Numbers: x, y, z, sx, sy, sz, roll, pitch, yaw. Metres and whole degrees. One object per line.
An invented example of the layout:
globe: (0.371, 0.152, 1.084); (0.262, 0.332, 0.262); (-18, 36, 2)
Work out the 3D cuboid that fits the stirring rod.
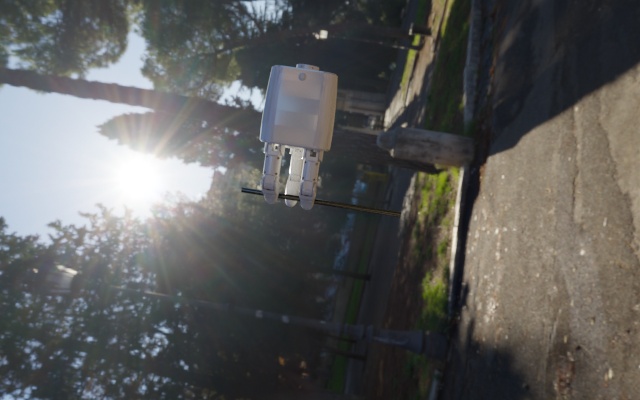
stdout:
stirring rod: (0.000, 0.002, 0.714); (0.239, 0.011, 0.011); (9, 0, 3)
